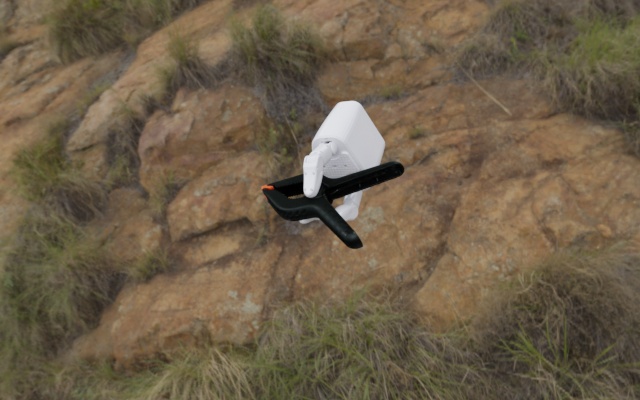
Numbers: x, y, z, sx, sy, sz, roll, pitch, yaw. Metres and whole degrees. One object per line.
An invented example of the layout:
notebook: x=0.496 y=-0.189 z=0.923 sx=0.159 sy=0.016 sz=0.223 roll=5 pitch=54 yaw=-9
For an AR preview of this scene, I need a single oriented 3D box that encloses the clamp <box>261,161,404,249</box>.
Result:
clamp: x=-0.001 y=0.001 z=0.678 sx=0.210 sy=0.036 sz=0.164 roll=0 pitch=40 yaw=27
